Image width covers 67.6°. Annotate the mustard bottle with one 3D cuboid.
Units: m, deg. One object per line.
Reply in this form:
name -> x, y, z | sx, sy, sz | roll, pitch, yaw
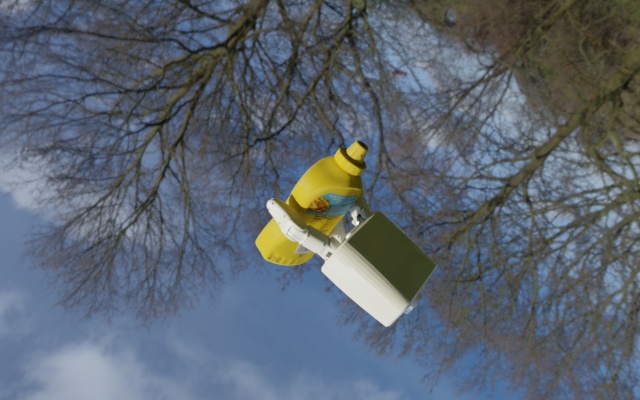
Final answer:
mustard bottle -> 0.000, 0.002, 0.617 | 0.096, 0.192, 0.058 | 5, 41, -47
